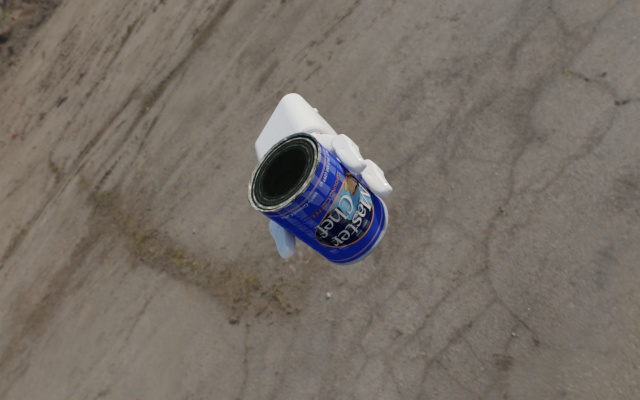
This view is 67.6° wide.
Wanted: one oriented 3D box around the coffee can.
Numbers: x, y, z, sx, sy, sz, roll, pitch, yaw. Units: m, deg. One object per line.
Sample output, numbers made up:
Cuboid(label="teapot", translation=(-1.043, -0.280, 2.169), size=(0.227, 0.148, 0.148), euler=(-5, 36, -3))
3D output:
Cuboid(label="coffee can", translation=(0.000, 0.002, 0.561), size=(0.103, 0.102, 0.140), euler=(0, -29, 43))
